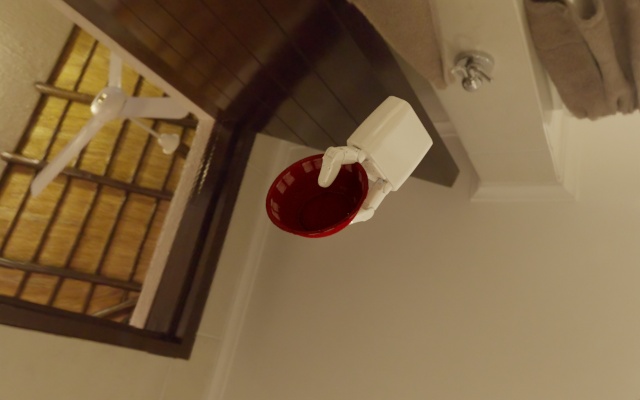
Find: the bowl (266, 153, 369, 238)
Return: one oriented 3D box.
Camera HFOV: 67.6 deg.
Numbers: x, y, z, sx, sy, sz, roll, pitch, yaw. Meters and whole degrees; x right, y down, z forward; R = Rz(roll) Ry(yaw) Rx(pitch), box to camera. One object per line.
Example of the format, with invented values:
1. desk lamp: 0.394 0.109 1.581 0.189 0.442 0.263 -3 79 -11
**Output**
1. bowl: -0.001 0.003 0.736 0.162 0.162 0.055 0 -40 20
